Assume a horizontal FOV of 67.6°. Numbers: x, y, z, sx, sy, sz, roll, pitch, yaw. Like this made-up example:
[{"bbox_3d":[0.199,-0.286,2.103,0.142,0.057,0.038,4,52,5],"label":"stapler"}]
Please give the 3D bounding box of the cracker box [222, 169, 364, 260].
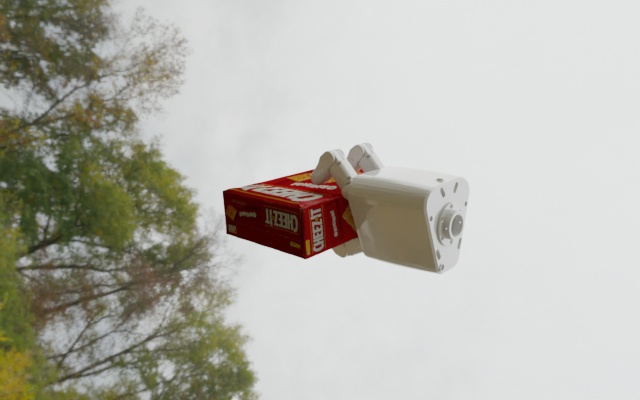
[{"bbox_3d":[0.000,0.002,0.658,0.213,0.072,0.164,-17,19,-42],"label":"cracker box"}]
